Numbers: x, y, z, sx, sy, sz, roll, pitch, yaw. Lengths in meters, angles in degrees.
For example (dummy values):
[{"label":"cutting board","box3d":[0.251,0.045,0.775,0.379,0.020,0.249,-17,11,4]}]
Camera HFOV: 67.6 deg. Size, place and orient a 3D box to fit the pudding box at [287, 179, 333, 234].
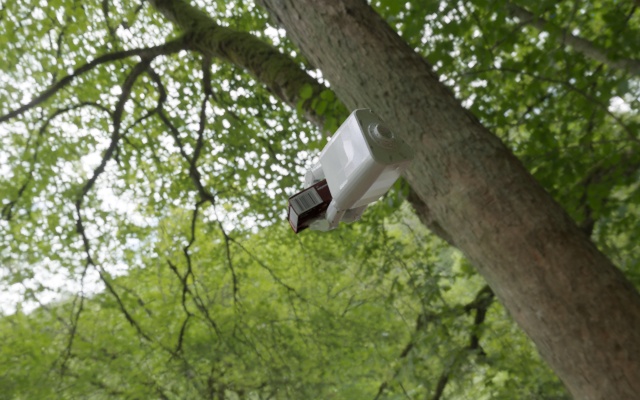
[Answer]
[{"label":"pudding box","box3d":[0.000,0.002,0.797,0.113,0.039,0.090,-26,-19,-15]}]
